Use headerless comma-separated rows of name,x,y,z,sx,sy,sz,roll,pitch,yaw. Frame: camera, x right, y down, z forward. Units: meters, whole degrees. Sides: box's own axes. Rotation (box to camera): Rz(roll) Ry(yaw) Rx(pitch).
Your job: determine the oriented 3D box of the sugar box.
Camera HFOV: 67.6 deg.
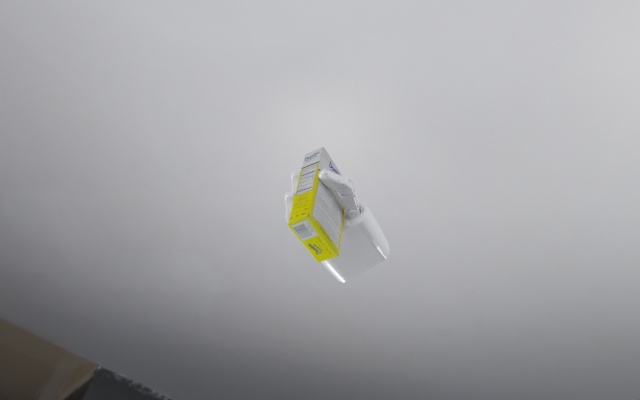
sugar box,0.000,0.003,0.776,0.048,0.093,0.176,-21,34,22
